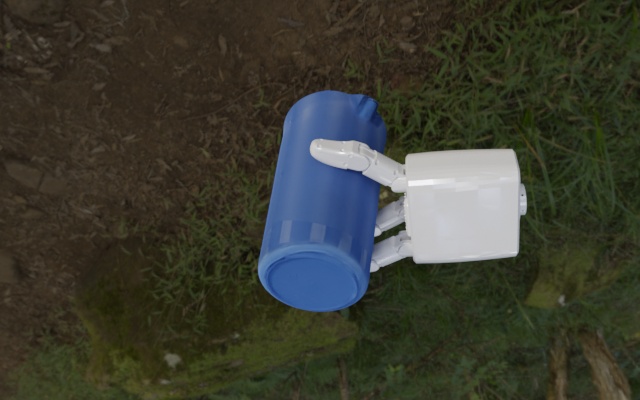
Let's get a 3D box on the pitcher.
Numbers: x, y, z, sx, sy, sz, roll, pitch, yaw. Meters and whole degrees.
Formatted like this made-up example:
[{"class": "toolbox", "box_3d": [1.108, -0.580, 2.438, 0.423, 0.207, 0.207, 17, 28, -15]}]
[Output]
[{"class": "pitcher", "box_3d": [0.000, 0.002, 0.543, 0.145, 0.149, 0.242, -3, 44, 12]}]
